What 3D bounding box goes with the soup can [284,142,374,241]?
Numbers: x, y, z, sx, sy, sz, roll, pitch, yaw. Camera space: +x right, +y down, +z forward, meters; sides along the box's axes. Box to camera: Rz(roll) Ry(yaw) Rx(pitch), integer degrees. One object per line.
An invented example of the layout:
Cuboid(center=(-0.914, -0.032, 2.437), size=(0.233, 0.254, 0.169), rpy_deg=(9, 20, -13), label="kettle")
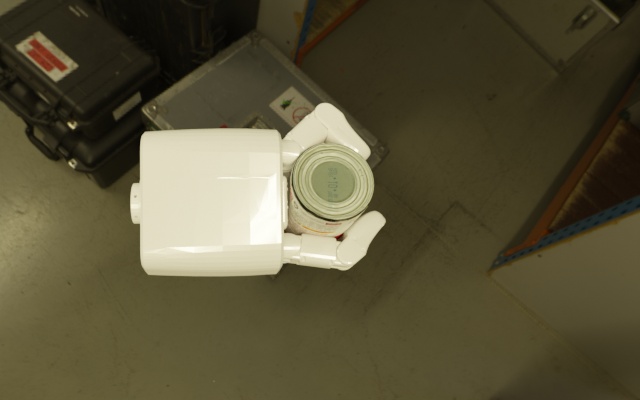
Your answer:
Cuboid(center=(0.001, 0.001, 0.413), size=(0.068, 0.068, 0.102), rpy_deg=(0, -20, -12), label="soup can")
